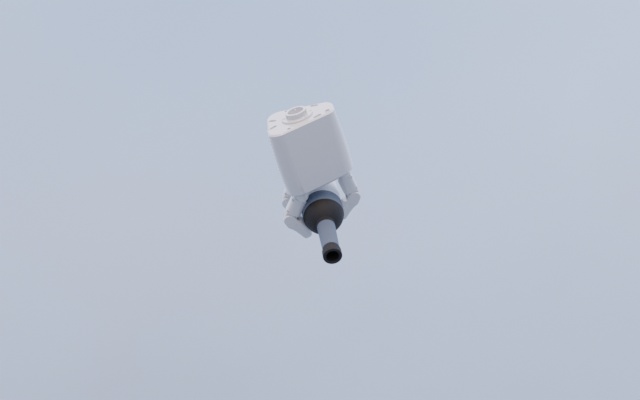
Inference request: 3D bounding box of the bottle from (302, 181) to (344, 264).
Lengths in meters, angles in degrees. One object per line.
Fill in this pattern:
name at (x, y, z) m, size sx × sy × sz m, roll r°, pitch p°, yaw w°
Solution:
bottle at (0.000, 0.003, 0.787) m, size 0.069 × 0.069 × 0.295 m, roll 0°, pitch 31°, yaw -8°
